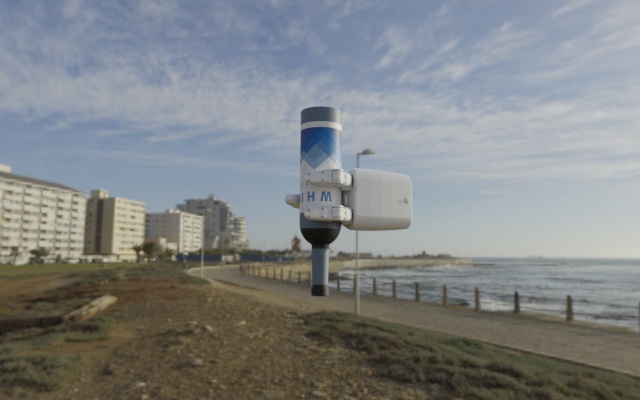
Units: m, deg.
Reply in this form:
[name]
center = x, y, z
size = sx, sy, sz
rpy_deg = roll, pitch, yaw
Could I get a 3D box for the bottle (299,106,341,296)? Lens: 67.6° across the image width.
[bottle]
center = 0.000, 0.002, 0.762
size = 0.069, 0.295, 0.069
rpy_deg = 0, -6, 0
